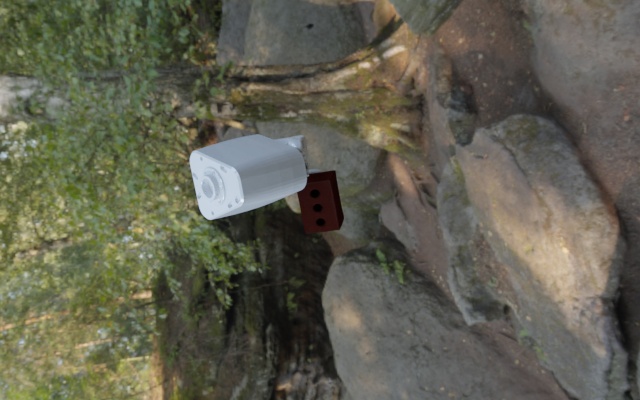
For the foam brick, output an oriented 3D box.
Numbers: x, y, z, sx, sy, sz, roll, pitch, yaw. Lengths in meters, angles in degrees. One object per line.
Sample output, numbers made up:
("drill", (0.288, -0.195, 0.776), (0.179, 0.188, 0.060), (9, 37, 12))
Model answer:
("foam brick", (0.000, 0.002, 0.690), (0.053, 0.078, 0.051), (-8, 19, 12))
